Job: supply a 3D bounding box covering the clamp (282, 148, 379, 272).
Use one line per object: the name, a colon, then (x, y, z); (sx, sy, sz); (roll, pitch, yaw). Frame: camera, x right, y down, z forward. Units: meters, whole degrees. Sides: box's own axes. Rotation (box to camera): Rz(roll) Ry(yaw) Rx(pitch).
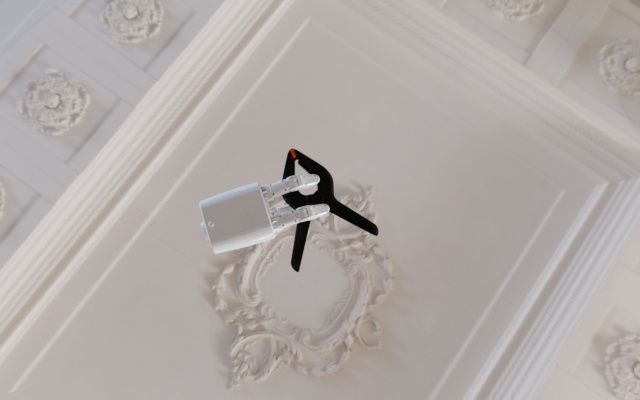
clamp: (0.000, 0.002, 0.842); (0.164, 0.210, 0.036); (-17, -9, -9)
